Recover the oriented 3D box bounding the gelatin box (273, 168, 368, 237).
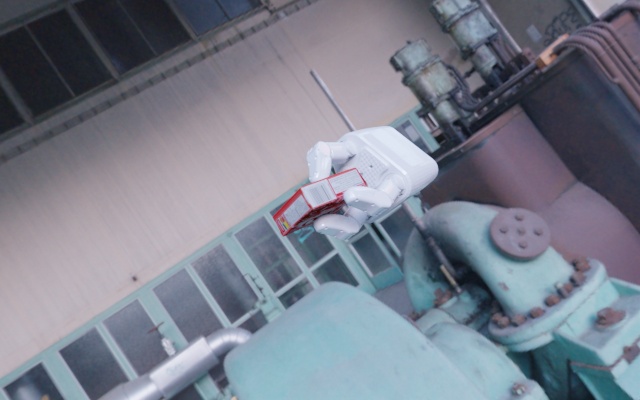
[{"bbox_3d":[0.000,0.001,0.539,0.089,0.030,0.073,-22,-13,-39],"label":"gelatin box"}]
